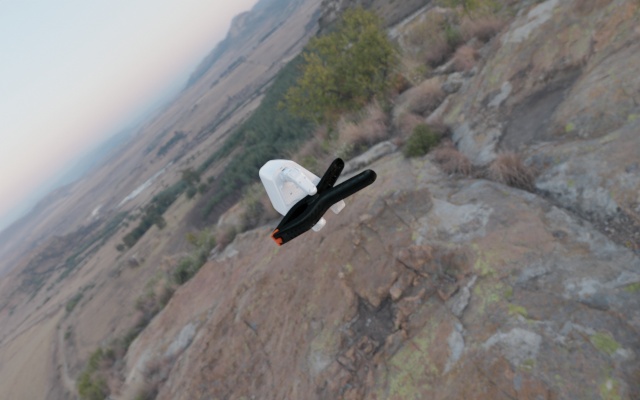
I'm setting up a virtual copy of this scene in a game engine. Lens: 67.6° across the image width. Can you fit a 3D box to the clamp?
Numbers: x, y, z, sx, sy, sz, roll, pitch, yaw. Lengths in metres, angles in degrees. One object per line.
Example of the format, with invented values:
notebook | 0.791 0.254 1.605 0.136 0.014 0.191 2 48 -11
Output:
clamp | -0.001 0.003 0.847 0.210 0.036 0.164 -45 21 -12
